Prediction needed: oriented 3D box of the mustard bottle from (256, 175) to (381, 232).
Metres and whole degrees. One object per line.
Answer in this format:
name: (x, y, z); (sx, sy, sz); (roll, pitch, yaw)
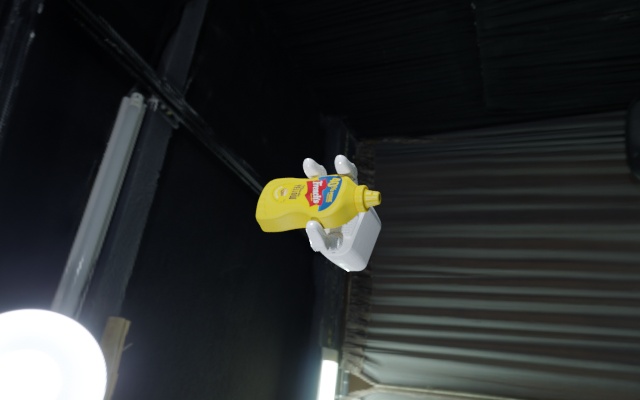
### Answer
mustard bottle: (0.000, 0.002, 0.744); (0.191, 0.058, 0.096); (-3, 42, 23)
